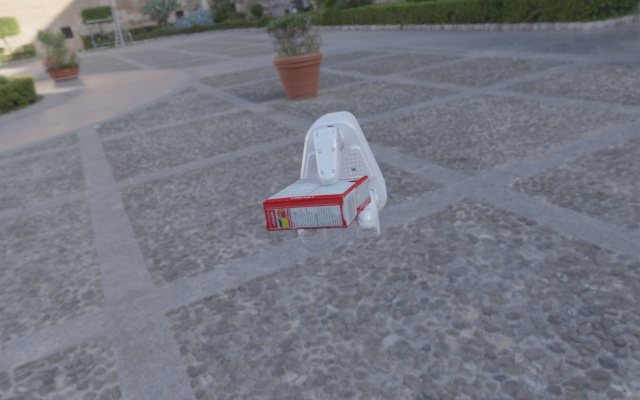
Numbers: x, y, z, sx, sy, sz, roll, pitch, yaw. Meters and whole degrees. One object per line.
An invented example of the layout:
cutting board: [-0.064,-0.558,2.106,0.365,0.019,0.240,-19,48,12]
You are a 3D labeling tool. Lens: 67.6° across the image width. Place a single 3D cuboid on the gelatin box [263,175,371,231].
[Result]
gelatin box: [0.000,0.001,0.432,0.073,0.030,0.089,-3,13,20]
